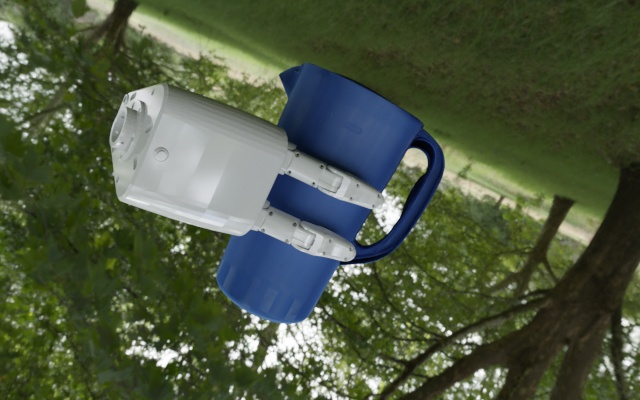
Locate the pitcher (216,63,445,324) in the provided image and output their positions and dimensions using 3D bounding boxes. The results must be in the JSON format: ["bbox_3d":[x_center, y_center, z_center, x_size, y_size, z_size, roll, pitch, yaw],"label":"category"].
[{"bbox_3d":[0.000,0.002,0.482,0.145,0.243,0.149,19,12,-40],"label":"pitcher"}]
